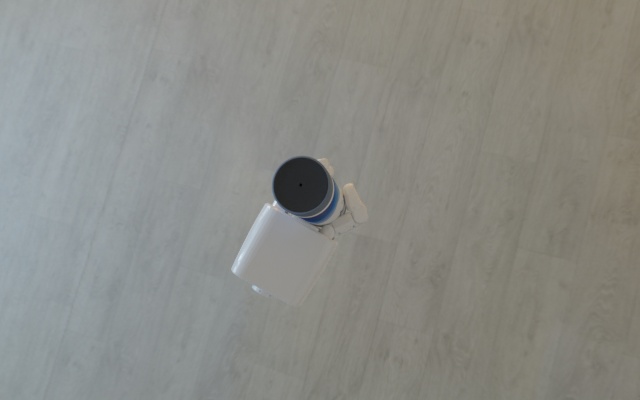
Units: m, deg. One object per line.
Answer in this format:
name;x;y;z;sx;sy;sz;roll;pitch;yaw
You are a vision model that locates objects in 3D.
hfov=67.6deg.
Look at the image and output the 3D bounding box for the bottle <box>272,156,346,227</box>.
bottle;0.000;0.002;0.670;0.069;0.069;0.296;0;-8;9
